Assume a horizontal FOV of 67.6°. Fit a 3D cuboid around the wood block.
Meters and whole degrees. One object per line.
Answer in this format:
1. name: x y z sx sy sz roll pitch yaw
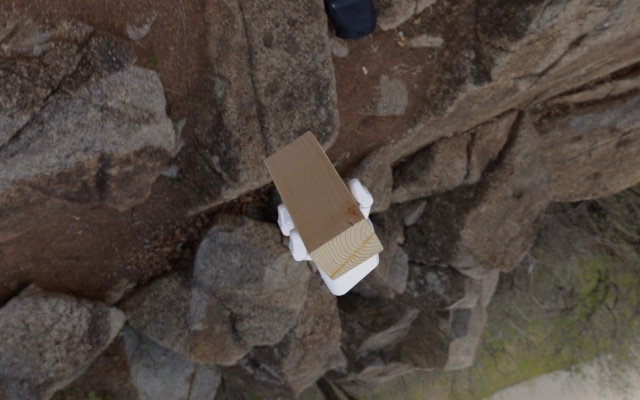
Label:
1. wood block: 0.001 0.002 0.720 0.091 0.206 0.090 -32 -41 3
